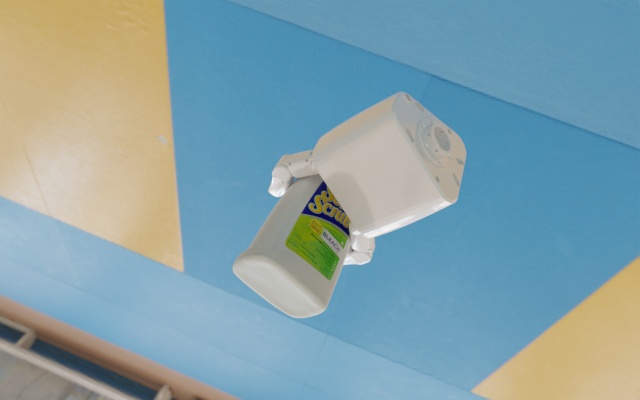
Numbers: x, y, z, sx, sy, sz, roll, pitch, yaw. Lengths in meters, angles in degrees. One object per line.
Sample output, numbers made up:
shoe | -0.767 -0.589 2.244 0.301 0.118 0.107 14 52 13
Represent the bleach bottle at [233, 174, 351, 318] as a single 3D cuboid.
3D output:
bleach bottle | 0.000 0.002 0.545 0.102 0.250 0.068 43 -43 -21
